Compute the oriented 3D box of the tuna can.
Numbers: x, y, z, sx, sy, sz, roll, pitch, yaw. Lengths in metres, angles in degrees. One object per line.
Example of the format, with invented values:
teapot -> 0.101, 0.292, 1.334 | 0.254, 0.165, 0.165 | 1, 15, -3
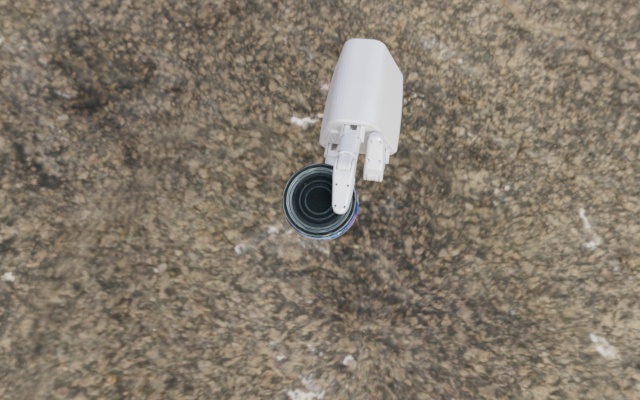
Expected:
tuna can -> 0.000, 0.002, 0.541 | 0.086, 0.086, 0.034 | 0, -10, 6
